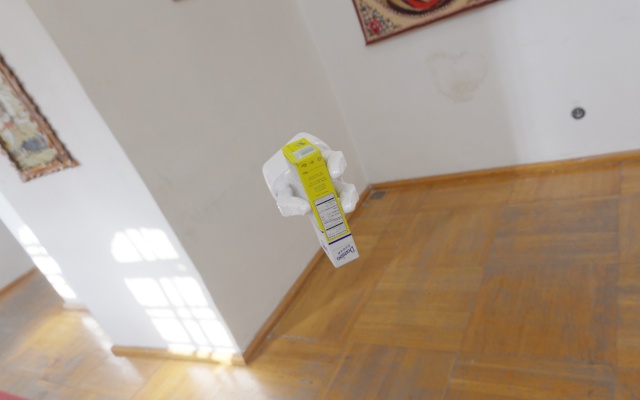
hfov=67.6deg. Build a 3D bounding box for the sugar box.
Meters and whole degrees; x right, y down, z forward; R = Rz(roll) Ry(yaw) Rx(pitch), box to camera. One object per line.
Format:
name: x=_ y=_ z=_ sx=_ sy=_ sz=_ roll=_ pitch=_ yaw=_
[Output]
sugar box: x=0.001 y=0.002 z=0.701 sx=0.048 sy=0.176 sz=0.093 roll=-26 pitch=24 yaw=-6
